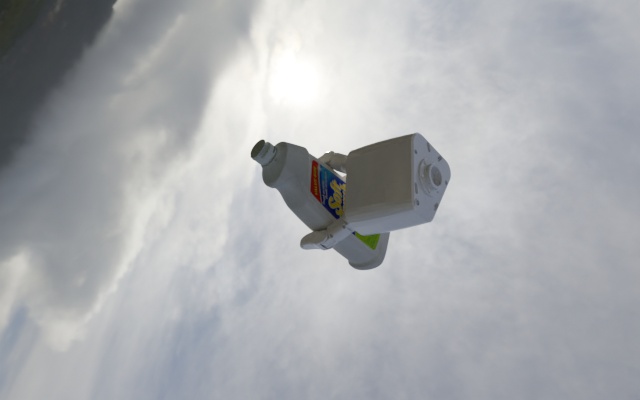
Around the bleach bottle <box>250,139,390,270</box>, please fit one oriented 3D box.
[{"bbox_3d":[0.000,0.002,0.680,0.068,0.102,0.251,-14,-40,44],"label":"bleach bottle"}]
